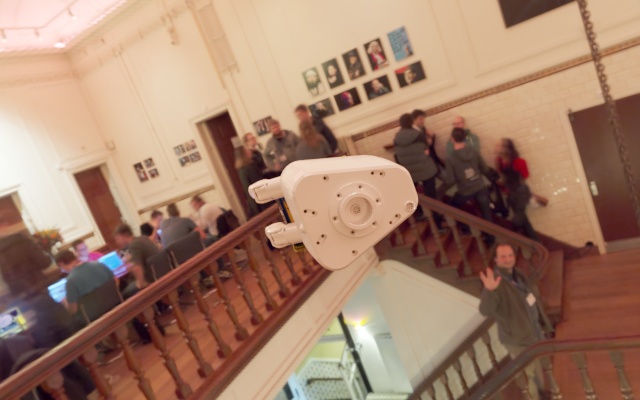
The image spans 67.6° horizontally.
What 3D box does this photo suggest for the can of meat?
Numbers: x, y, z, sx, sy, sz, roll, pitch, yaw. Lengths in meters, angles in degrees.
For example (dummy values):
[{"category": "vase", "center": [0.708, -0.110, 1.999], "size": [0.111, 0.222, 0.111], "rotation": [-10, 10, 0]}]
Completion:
[{"category": "can of meat", "center": [0.000, 0.002, 0.570], "size": [0.102, 0.084, 0.057], "rotation": [-22, 11, 0]}]
